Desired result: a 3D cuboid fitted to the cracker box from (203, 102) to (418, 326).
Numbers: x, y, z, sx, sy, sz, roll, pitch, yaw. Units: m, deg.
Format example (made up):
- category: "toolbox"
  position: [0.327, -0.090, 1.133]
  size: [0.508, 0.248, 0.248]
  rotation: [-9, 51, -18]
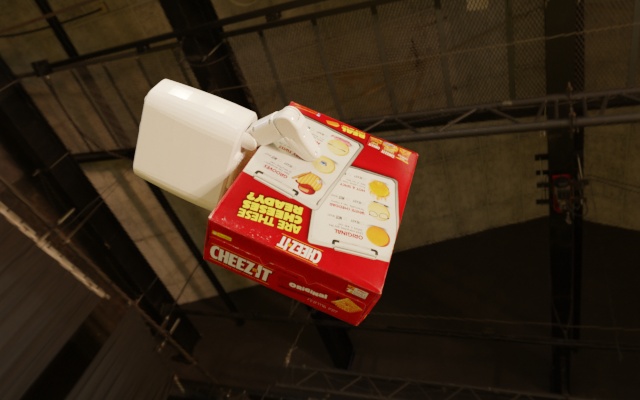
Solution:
- category: "cracker box"
  position: [0.000, 0.001, 0.502]
  size: [0.164, 0.072, 0.213]
  rotation: [23, 45, 2]
